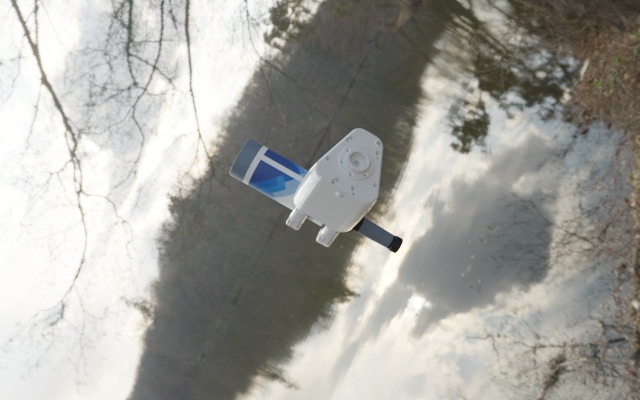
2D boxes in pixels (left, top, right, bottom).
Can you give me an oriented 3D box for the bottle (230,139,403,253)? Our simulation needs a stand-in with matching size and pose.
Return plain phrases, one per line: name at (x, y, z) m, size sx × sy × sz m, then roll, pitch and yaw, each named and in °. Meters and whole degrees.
bottle at (0.000, 0.002, 0.768) m, size 0.296 × 0.069 × 0.069 m, roll 30°, pitch -2°, yaw -4°
